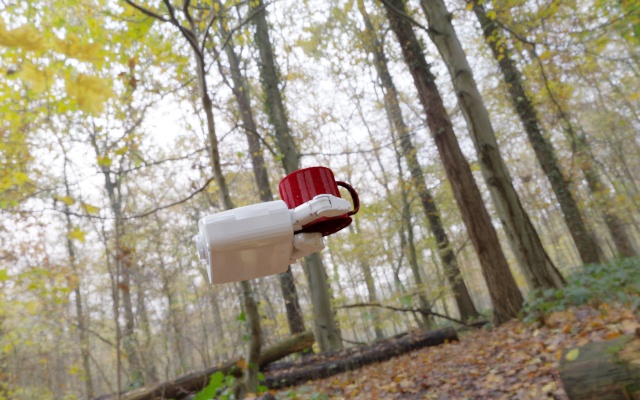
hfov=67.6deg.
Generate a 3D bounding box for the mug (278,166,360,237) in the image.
[{"bbox_3d":[0.001,0.002,0.671,0.117,0.081,0.093,-11,-18,-20],"label":"mug"}]
